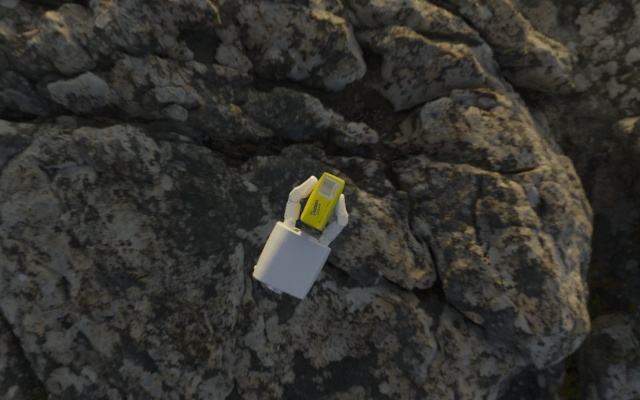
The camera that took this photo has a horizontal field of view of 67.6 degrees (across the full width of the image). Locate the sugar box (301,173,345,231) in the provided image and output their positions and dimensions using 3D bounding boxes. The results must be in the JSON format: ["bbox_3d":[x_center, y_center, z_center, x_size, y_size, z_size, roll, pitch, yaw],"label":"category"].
[{"bbox_3d":[0.000,0.003,0.876,0.048,0.093,0.176,27,-3,-4],"label":"sugar box"}]
